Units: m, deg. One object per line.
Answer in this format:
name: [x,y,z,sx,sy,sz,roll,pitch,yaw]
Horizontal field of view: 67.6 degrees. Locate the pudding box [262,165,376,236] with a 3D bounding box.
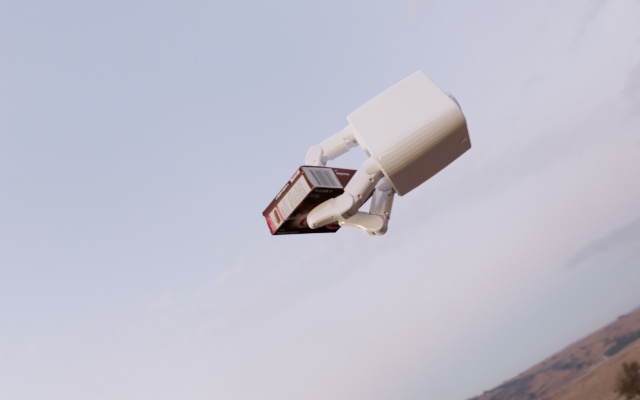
pudding box: [0.000,0.002,0.574,0.113,0.039,0.090,4,-42,-44]
